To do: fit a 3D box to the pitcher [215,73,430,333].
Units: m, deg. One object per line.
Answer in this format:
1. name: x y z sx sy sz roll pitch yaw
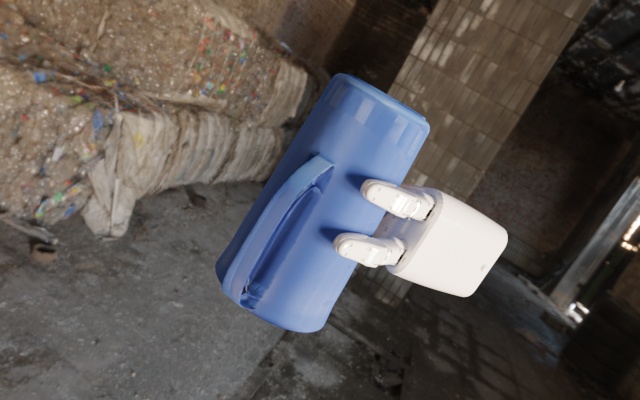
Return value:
1. pitcher: 0.000 0.002 0.478 0.145 0.243 0.149 24 14 -24
